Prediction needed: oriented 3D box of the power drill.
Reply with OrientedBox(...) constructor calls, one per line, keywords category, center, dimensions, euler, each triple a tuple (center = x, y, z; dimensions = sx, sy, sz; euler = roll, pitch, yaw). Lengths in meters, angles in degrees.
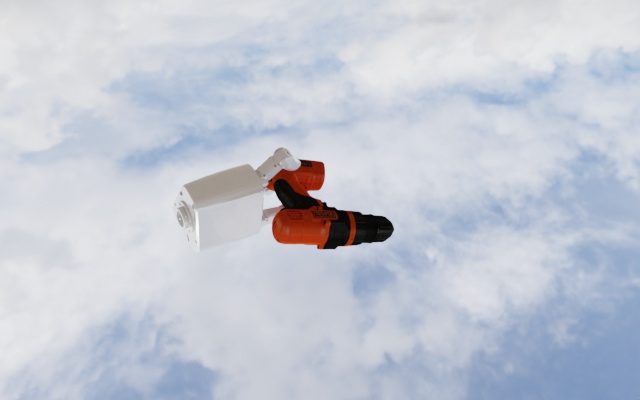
OrientedBox(category="power drill", center=(0.000, 0.002, 0.727), dimensions=(0.184, 0.057, 0.187), euler=(4, 29, -25))
